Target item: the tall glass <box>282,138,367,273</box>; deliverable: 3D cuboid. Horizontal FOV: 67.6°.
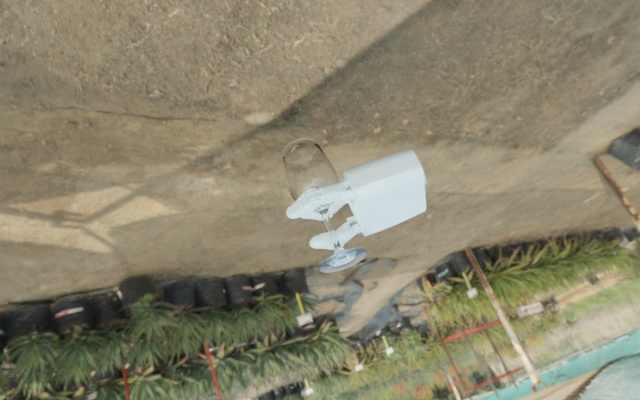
[{"bbox_3d":[0.000,0.003,0.721,0.079,0.201,0.079,-17,-25,-9],"label":"tall glass"}]
